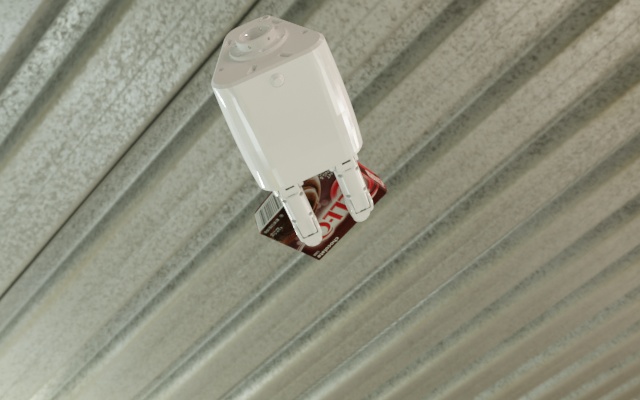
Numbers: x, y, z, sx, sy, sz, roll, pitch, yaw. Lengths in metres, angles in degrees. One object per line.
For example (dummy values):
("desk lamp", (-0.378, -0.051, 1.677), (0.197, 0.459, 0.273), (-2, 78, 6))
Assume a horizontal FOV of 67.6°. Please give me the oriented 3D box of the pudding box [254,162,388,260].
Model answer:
("pudding box", (0.000, 0.001, 0.495), (0.090, 0.113, 0.039), (30, 23, -38))
